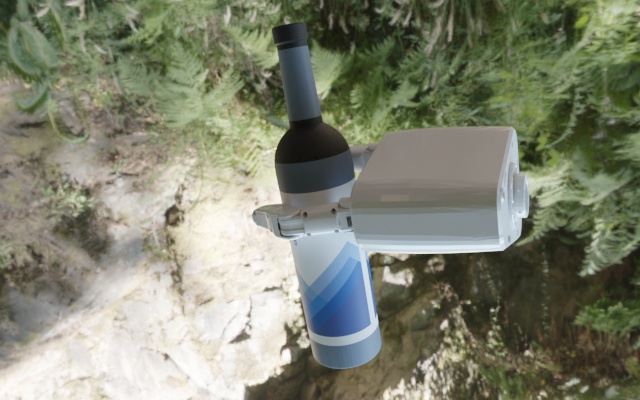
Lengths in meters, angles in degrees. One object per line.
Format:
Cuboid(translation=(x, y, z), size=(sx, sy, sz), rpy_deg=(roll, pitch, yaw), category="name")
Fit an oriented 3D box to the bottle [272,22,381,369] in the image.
Cuboid(translation=(0.000, 0.002, 0.416), size=(0.069, 0.296, 0.069), rpy_deg=(-10, 16, 3), category="bottle")
